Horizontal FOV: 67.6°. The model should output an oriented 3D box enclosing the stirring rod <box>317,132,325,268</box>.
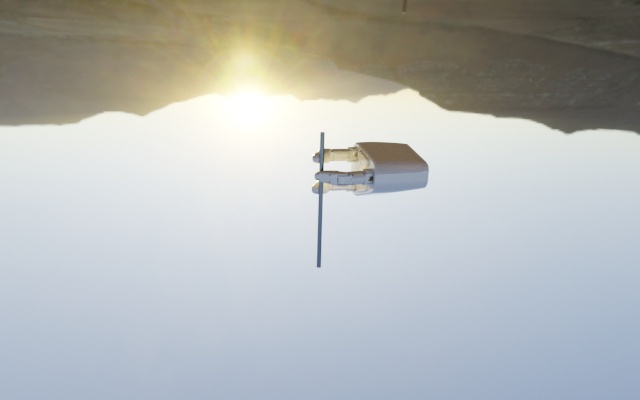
[{"bbox_3d":[0.000,0.003,0.825,0.011,0.239,0.011,1,15,0],"label":"stirring rod"}]
